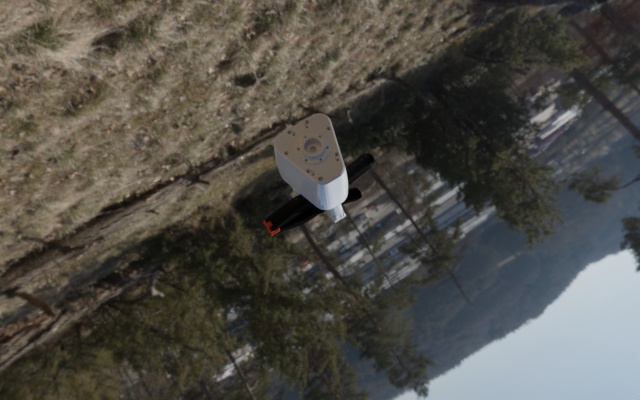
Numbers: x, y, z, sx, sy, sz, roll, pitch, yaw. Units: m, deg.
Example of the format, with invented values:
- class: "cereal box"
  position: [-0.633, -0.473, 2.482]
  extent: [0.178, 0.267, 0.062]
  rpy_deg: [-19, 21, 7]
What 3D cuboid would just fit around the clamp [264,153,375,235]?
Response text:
- class: "clamp"
  position: [0.000, 0.004, 0.845]
  extent: [0.210, 0.036, 0.165]
  rpy_deg: [-30, -18, -7]
